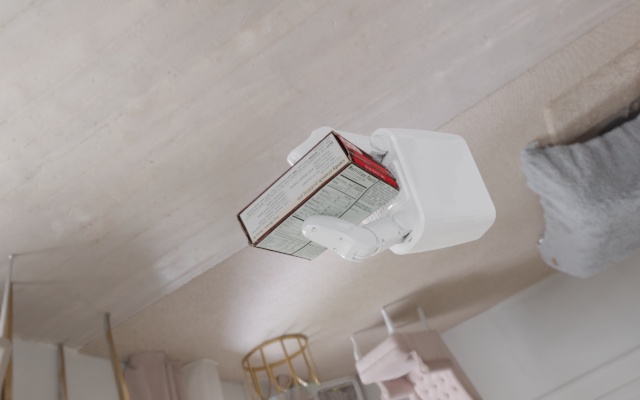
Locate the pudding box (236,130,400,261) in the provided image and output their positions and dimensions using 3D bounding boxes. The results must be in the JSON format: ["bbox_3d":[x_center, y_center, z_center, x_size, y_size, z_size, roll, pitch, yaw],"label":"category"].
[{"bbox_3d":[0.000,0.001,0.406,0.113,0.039,0.090,-41,-33,17],"label":"pudding box"}]
